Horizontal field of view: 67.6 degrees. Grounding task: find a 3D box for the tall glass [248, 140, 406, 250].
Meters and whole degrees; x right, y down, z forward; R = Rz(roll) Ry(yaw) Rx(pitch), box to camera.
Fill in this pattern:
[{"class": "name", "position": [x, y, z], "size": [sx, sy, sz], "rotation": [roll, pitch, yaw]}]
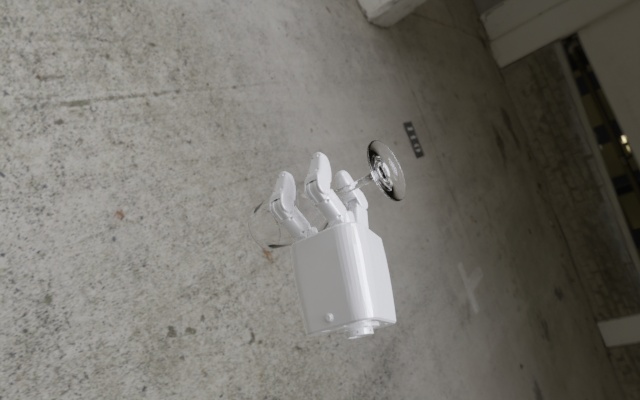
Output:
[{"class": "tall glass", "position": [0.001, 0.002, 0.589], "size": [0.201, 0.079, 0.079], "rotation": [-25, -15, 33]}]
